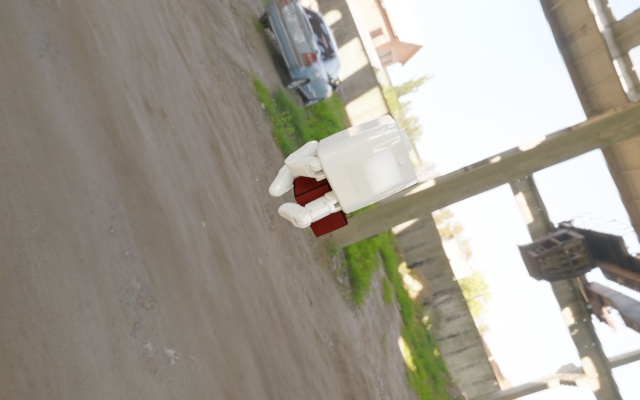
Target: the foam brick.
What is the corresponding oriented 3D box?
[{"bbox_3d":[0.000,0.002,0.678,0.051,0.078,0.053,-23,32,8],"label":"foam brick"}]
